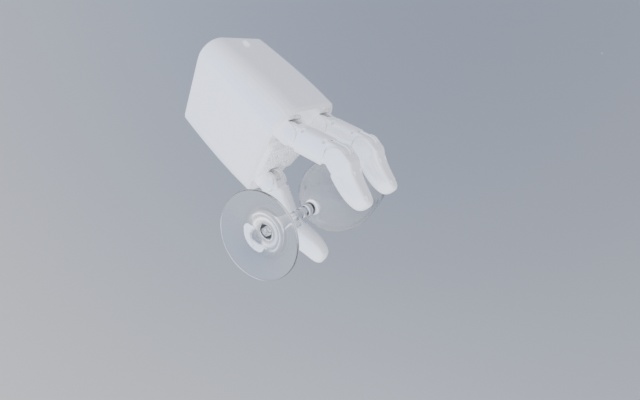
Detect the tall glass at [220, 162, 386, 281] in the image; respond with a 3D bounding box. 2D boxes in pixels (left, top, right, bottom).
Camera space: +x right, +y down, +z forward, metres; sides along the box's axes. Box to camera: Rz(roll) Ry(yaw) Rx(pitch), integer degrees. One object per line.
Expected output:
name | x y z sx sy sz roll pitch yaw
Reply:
tall glass | 0.000 0.002 0.449 0.079 0.079 0.201 0 15 31
